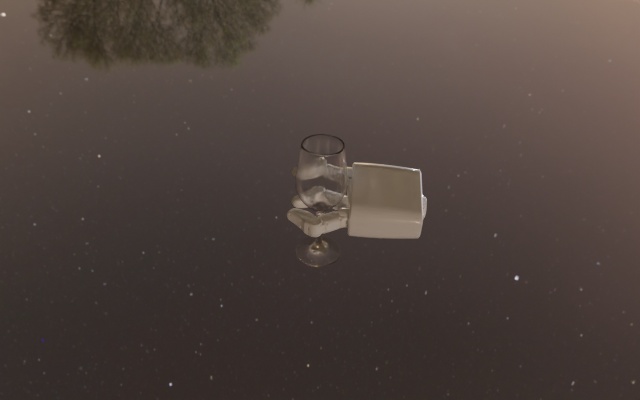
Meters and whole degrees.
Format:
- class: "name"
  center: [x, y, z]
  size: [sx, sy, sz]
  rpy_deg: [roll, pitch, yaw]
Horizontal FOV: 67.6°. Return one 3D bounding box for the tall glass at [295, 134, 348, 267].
- class: "tall glass"
  center: [0.000, 0.003, 0.725]
  size: [0.079, 0.201, 0.079]
  rpy_deg: [1, 36, -1]
